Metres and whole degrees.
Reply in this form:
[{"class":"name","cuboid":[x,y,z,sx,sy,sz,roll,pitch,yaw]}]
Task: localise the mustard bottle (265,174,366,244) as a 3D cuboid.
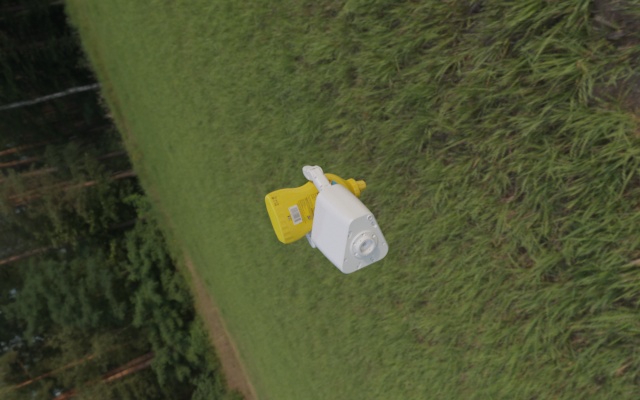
[{"class":"mustard bottle","cuboid":[0.000,0.003,0.889,0.191,0.096,0.058,-21,10,-18]}]
